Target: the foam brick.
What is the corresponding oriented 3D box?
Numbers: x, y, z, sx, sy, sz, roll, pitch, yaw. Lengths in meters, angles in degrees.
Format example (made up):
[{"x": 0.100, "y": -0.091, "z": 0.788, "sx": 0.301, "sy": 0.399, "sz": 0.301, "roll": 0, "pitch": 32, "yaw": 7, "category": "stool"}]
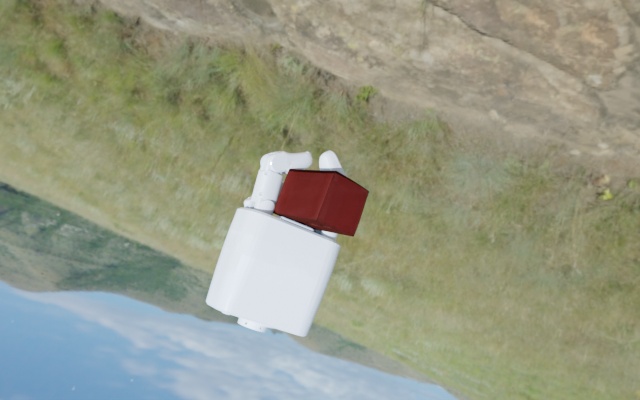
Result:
[{"x": 0.000, "y": 0.001, "z": 0.488, "sx": 0.053, "sy": 0.051, "sz": 0.078, "roll": 27, "pitch": -13, "yaw": -37, "category": "foam brick"}]
